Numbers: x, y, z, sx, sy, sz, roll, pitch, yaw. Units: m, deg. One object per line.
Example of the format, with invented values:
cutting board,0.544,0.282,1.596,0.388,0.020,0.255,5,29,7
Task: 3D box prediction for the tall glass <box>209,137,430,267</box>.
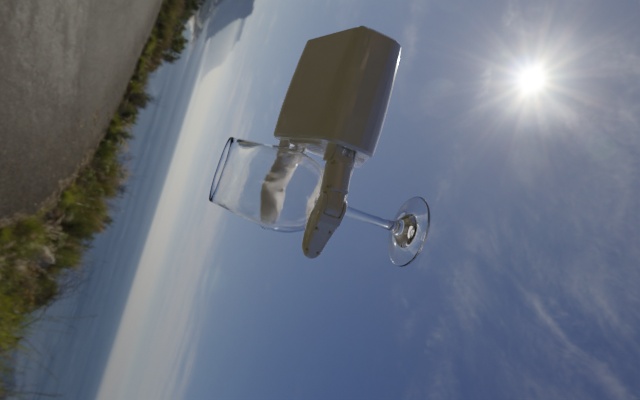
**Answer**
tall glass,0.001,0.002,0.456,0.201,0.079,0.079,18,-6,-18
